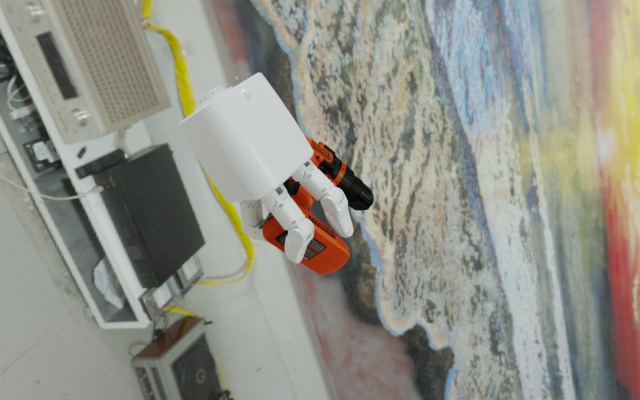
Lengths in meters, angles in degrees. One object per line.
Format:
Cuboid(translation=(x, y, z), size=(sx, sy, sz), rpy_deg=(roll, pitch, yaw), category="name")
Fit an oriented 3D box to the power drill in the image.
Cuboid(translation=(0.000, 0.002, 0.618), size=(0.184, 0.187, 0.057), rpy_deg=(34, -56, -23), category="power drill")
